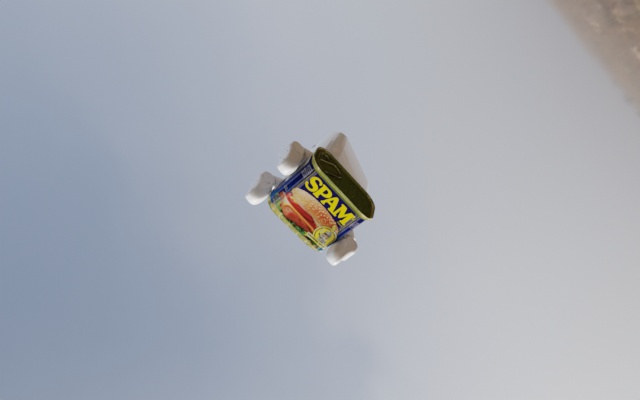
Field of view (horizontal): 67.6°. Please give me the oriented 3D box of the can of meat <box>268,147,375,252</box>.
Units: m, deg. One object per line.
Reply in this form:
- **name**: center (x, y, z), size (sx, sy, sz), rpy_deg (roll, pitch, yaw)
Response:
- **can of meat**: center (0.000, 0.002, 0.572), size (0.084, 0.102, 0.057), rpy_deg (-38, 14, 25)
